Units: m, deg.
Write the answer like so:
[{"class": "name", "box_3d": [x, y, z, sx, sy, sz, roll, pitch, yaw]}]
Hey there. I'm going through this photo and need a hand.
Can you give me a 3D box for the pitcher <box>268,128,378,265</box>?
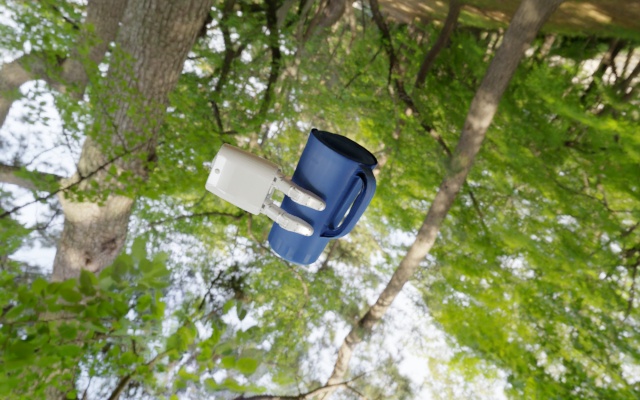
[{"class": "pitcher", "box_3d": [0.000, 0.003, 0.881, 0.145, 0.243, 0.149, 26, 21, -2]}]
